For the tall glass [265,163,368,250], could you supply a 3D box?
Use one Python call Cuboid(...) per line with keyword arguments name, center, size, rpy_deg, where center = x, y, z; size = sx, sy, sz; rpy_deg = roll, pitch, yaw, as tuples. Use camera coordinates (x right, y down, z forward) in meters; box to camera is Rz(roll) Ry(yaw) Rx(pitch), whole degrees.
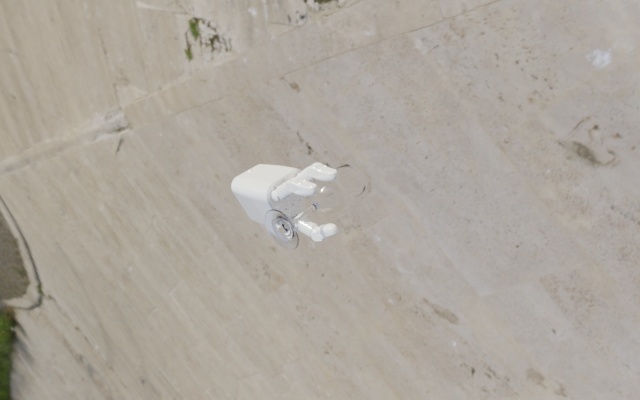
Cuboid(name="tall glass", center=(0.000, 0.003, 0.824), size=(0.079, 0.079, 0.201), rpy_deg=(0, 27, 46))
